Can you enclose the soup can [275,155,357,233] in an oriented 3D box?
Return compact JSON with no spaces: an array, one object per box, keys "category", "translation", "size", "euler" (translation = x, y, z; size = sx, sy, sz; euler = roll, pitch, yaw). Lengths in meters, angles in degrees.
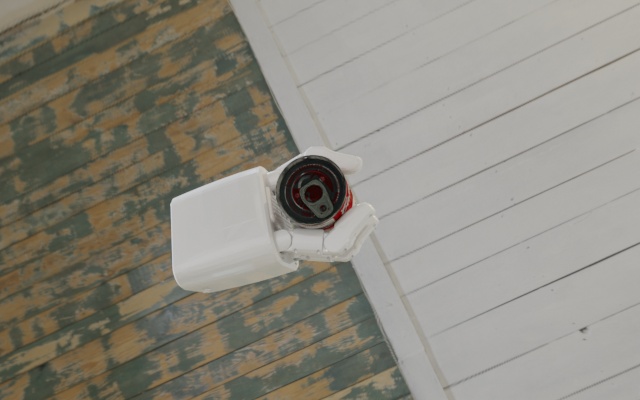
[{"category":"soup can","translation":[0.001,0.001,0.491],"size":[0.068,0.068,0.102],"euler":[0,-14,11]}]
